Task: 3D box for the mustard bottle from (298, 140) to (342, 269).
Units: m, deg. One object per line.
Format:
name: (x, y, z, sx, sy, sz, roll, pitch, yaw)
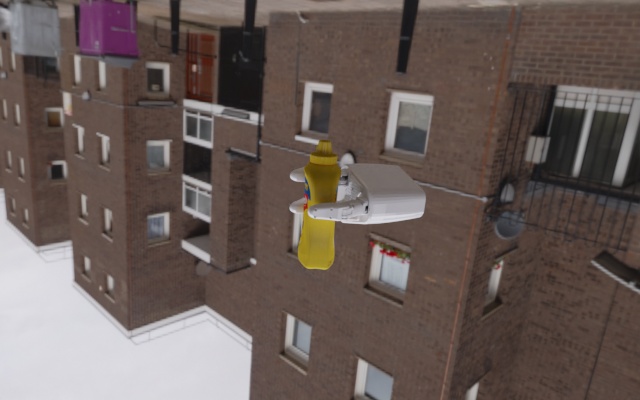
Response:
mustard bottle: (0.000, 0.003, 0.739, 0.058, 0.192, 0.096, 4, 16, -3)
